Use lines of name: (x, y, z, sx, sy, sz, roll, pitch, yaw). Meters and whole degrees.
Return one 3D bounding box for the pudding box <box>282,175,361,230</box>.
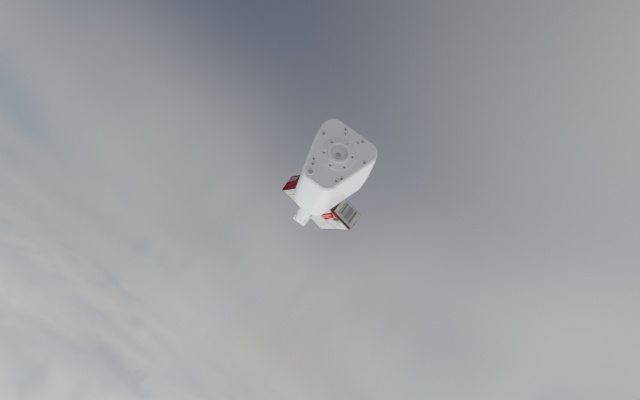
pudding box: (0.000, 0.003, 0.818, 0.113, 0.039, 0.090, 47, -24, -22)
